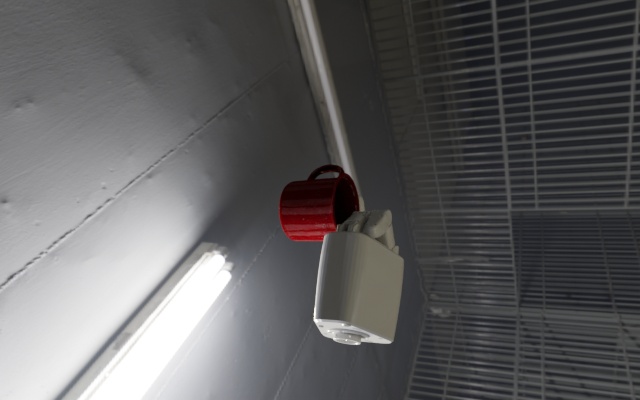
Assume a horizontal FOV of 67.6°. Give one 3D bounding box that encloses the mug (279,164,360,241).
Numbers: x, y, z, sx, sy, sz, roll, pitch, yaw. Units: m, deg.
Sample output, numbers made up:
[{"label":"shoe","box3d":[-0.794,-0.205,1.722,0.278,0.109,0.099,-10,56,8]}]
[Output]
[{"label":"mug","box3d":[0.000,0.001,0.638,0.081,0.117,0.093,-3,-30,25]}]
